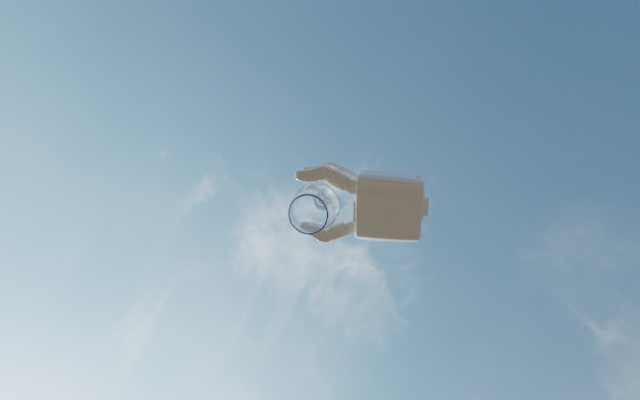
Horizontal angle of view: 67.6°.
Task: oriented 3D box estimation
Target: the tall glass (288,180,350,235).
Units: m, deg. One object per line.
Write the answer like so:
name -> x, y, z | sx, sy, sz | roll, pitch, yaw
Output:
tall glass -> 0.000, 0.003, 0.810 | 0.079, 0.079, 0.201 | 0, 11, 12
